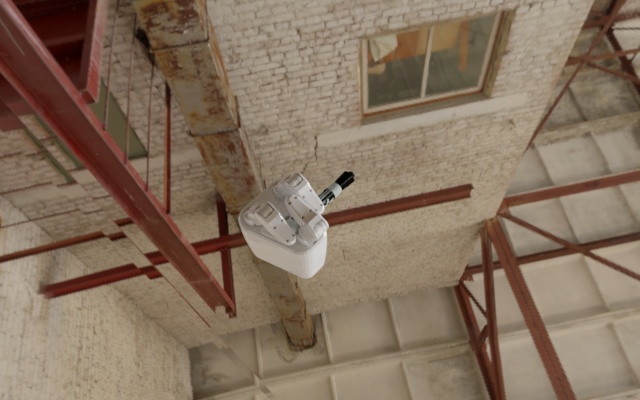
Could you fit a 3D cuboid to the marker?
[{"bbox_3d":[0.000,0.002,0.621,0.121,0.020,0.020,-42,17,-19],"label":"marker"}]
